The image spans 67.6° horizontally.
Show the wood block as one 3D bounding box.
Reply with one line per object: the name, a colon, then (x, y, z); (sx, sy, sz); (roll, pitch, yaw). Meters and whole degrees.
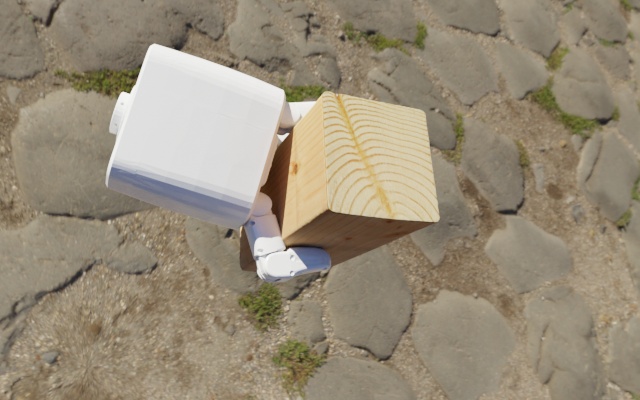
wood block: (0.000, 0.002, 0.420); (0.090, 0.090, 0.206); (6, -20, -24)
